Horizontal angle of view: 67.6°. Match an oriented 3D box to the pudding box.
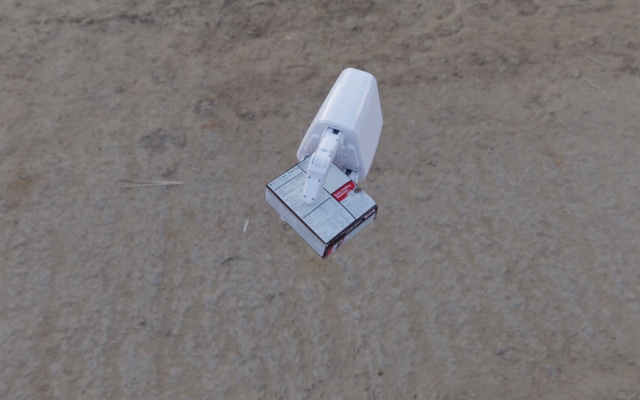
[{"bbox_3d":[0.000,0.002,0.583,0.090,0.113,0.039,-36,-24,-24],"label":"pudding box"}]
